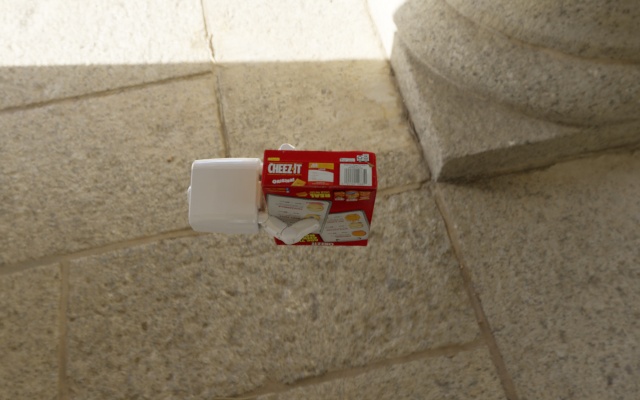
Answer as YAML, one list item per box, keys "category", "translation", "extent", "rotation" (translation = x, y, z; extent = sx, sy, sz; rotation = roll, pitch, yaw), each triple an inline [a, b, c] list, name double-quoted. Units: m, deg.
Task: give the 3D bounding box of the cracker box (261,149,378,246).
- category: "cracker box"
  translation: [0.000, 0.003, 0.764]
  extent: [0.164, 0.072, 0.214]
  rotation: [1, -27, 2]
